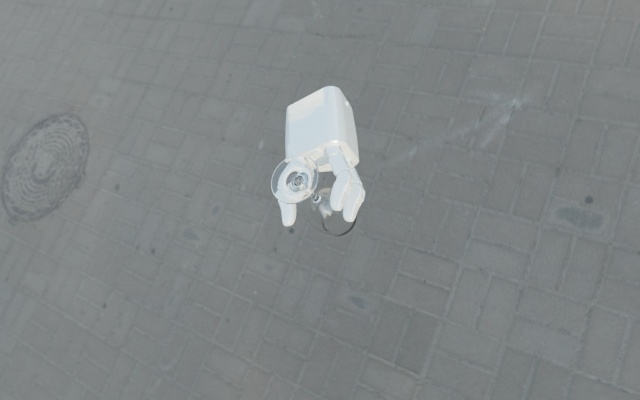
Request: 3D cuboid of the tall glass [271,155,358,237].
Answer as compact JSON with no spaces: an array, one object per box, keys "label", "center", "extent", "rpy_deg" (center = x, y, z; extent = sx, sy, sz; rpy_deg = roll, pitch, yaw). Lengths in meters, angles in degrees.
[{"label":"tall glass","center":[0.000,0.002,0.758],"extent":[0.079,0.079,0.201],"rpy_deg":[0,-20,23]}]
